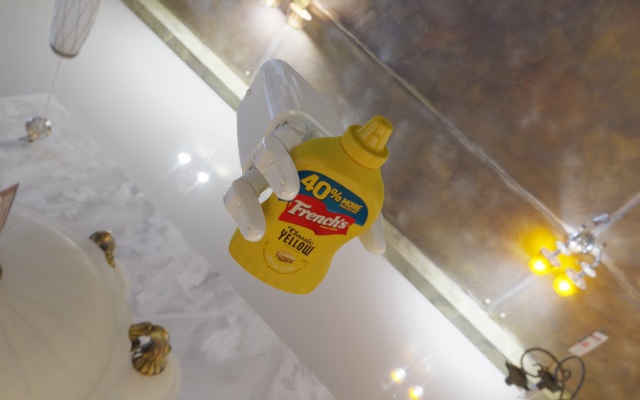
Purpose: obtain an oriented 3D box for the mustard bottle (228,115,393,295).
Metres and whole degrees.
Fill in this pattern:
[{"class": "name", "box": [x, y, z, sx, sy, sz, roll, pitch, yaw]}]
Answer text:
[{"class": "mustard bottle", "box": [0.000, 0.002, 0.427, 0.096, 0.192, 0.058, 32, 32, -10]}]
